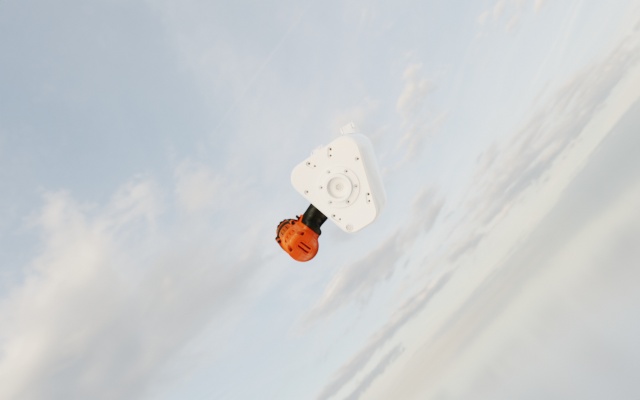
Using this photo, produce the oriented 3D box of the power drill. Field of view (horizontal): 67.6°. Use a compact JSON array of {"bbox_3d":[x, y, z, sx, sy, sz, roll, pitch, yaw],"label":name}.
[{"bbox_3d":[0.000,0.002,0.734,0.057,0.187,0.184,35,-2,-14],"label":"power drill"}]
